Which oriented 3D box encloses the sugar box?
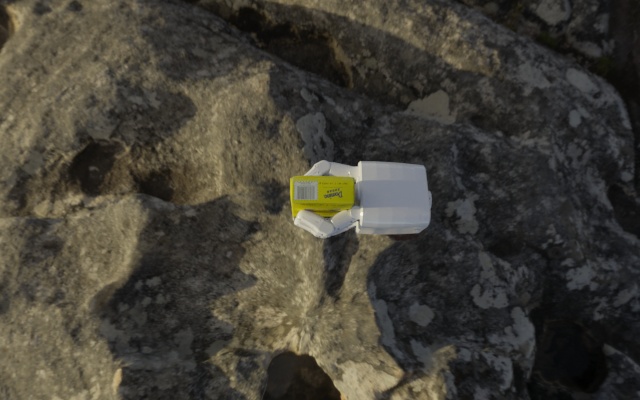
[{"bbox_3d":[0.000,0.003,0.763,0.093,0.048,0.176,1,-14,-1],"label":"sugar box"}]
